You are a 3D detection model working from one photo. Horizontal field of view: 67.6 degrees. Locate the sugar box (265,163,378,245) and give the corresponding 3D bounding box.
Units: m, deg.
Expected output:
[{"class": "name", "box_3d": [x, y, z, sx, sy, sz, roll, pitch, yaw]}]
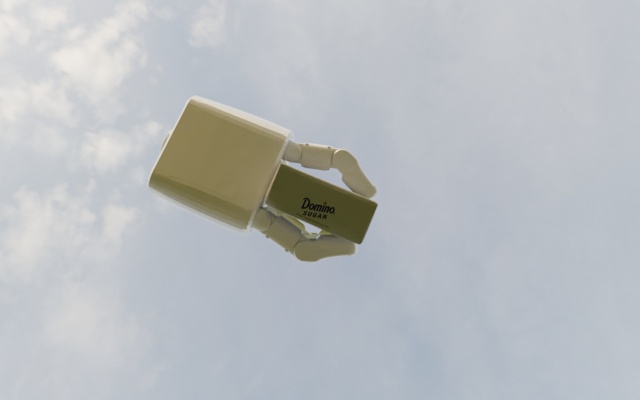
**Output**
[{"class": "sugar box", "box_3d": [0.000, 0.002, 0.489, 0.093, 0.048, 0.176, 23, 3, 0]}]
